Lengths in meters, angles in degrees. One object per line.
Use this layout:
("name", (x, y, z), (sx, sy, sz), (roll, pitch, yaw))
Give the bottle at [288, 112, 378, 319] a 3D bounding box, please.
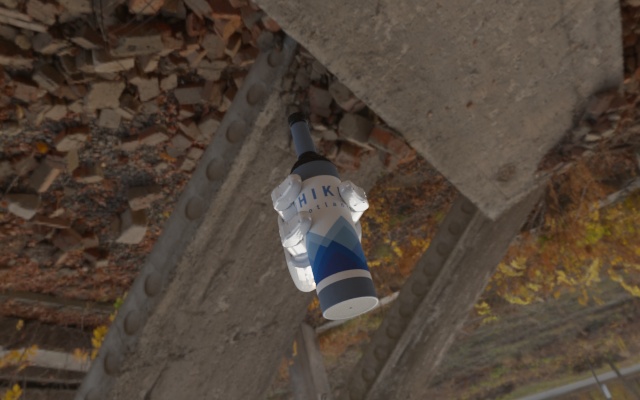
("bottle", (0.000, 0.002, 0.621), (0.069, 0.295, 0.069), (-12, -31, -7))
